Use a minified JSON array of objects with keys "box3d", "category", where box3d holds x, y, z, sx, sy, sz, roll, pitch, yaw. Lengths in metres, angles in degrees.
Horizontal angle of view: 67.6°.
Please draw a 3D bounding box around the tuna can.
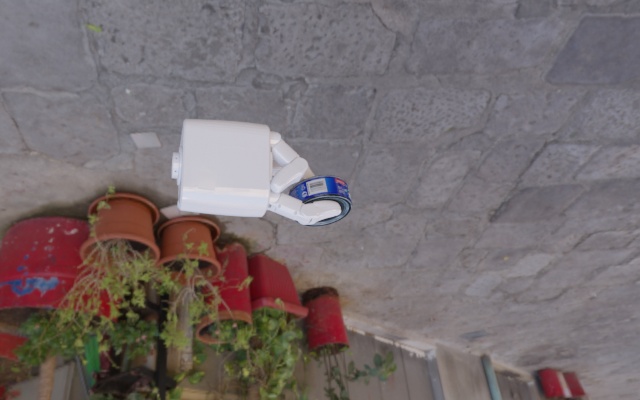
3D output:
[{"box3d":[0.000,0.003,0.662,0.086,0.033,0.086,-9,-30,-5],"category":"tuna can"}]
